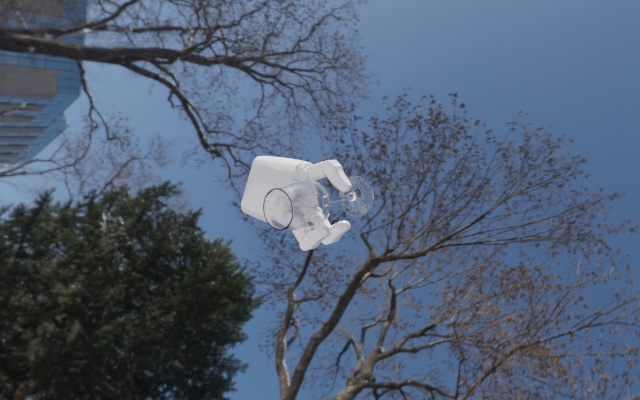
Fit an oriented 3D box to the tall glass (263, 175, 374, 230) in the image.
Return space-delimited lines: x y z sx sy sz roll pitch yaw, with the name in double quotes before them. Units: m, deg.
"tall glass" 0.001 0.002 0.771 0.079 0.079 0.201 0 6 39
